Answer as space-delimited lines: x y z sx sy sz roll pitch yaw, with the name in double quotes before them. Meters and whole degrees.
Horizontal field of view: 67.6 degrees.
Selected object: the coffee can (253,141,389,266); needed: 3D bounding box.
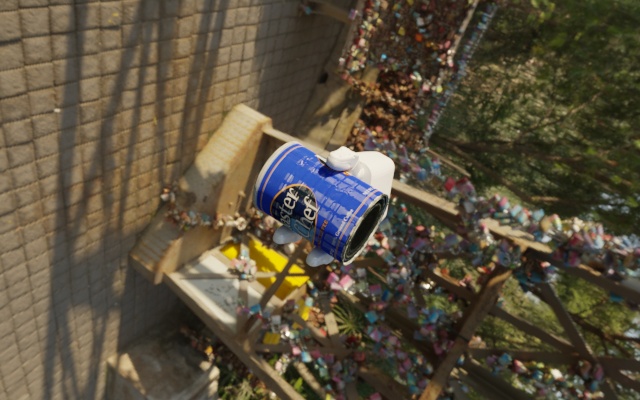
"coffee can" 0.000 0.002 0.606 0.140 0.103 0.103 32 11 19
